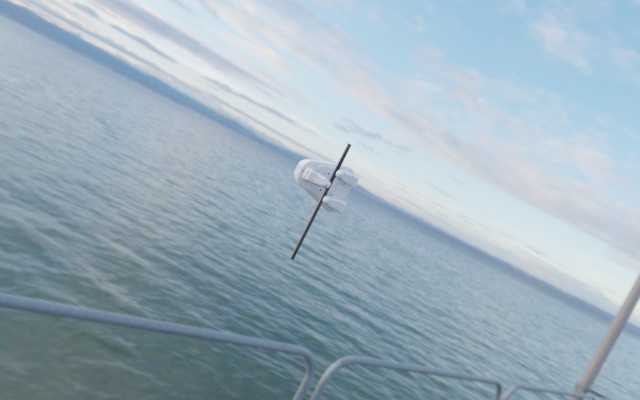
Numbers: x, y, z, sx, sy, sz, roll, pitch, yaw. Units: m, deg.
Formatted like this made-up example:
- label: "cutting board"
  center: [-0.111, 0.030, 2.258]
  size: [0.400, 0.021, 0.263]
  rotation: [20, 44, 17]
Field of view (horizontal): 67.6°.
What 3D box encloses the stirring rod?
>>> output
- label: "stirring rod"
  center: [0.000, 0.003, 0.890]
  size: [0.011, 0.239, 0.011]
  rotation: [27, 3, -2]
